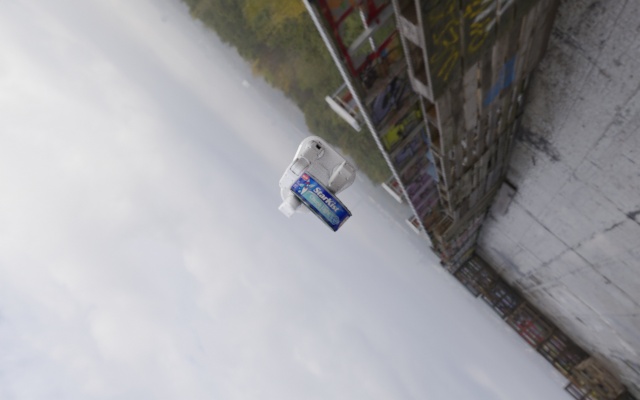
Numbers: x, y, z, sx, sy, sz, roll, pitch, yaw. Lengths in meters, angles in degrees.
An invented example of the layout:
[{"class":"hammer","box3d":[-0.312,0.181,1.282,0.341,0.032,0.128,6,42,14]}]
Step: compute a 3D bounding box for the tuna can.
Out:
[{"class":"tuna can","box3d":[0.000,0.002,0.634,0.086,0.034,0.086,43,-3,3]}]
